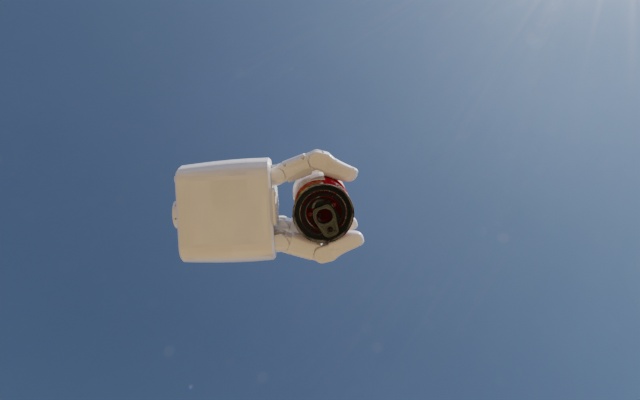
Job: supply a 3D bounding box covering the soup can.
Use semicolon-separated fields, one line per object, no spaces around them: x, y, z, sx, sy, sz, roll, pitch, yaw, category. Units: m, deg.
0.001;0.002;0.567;0.068;0.068;0.102;0;15;-4;soup can
